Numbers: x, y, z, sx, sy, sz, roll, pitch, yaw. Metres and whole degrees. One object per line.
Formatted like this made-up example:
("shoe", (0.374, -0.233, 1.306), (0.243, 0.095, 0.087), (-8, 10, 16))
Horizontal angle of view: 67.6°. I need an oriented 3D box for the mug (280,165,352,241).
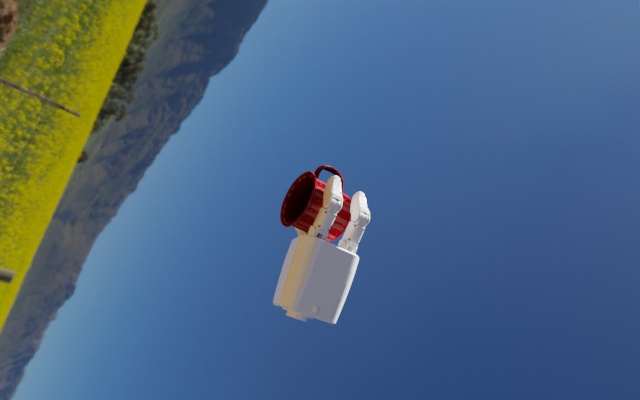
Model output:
("mug", (0.001, 0.001, 0.750), (0.081, 0.117, 0.093), (27, -14, -27))
